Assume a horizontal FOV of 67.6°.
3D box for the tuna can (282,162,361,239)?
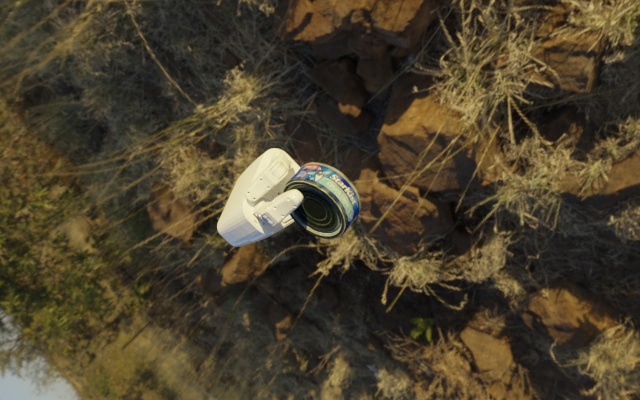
[{"bbox_3d":[0.000,0.002,0.533,0.086,0.086,0.033,0,38,41],"label":"tuna can"}]
